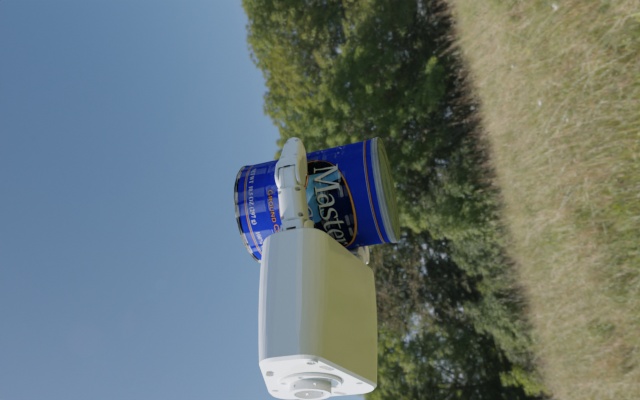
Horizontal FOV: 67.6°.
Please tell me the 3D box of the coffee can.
[{"bbox_3d":[0.000,0.001,0.475,0.140,0.103,0.103,-11,-3,14],"label":"coffee can"}]
